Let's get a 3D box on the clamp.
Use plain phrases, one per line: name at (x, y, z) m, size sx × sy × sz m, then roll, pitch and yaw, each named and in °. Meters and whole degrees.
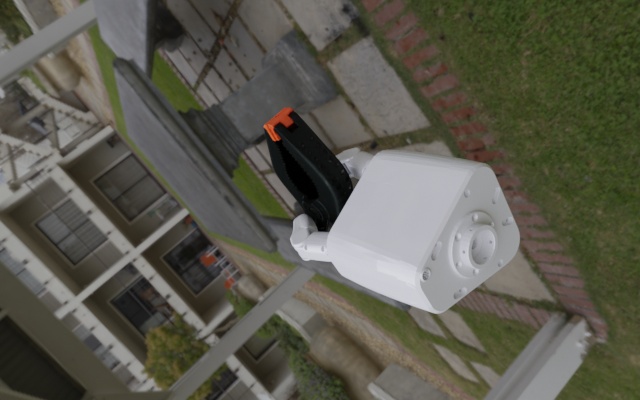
clamp at (-0.001, 0.002, 0.482) m, size 0.036 × 0.210 × 0.164 m, roll -46°, pitch 29°, yaw -23°
